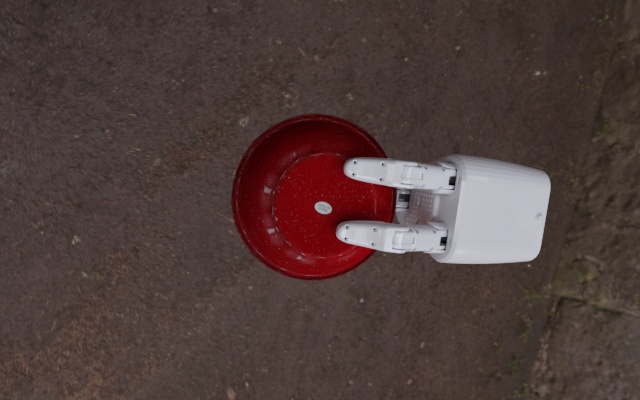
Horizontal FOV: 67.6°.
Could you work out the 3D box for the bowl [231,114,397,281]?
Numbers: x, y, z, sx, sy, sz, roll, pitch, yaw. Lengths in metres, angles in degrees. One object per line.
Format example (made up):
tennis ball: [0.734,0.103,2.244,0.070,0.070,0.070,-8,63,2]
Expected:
bowl: [-0.001,0.002,0.434,0.162,0.162,0.055,0,7,-9]
